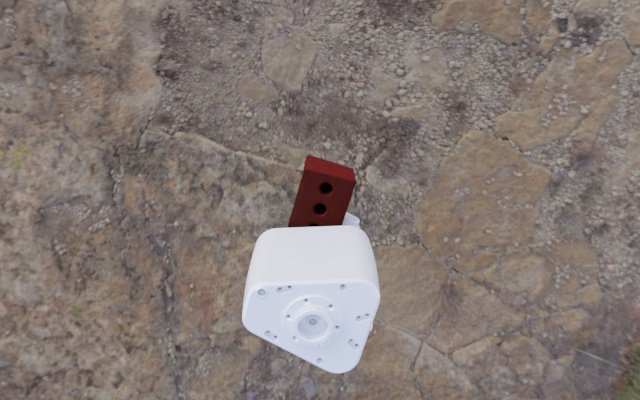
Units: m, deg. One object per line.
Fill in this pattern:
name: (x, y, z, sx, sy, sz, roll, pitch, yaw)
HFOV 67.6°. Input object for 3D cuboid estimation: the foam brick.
foam brick: (0.000, 0.001, 0.489, 0.053, 0.078, 0.051, 15, 18, -4)
